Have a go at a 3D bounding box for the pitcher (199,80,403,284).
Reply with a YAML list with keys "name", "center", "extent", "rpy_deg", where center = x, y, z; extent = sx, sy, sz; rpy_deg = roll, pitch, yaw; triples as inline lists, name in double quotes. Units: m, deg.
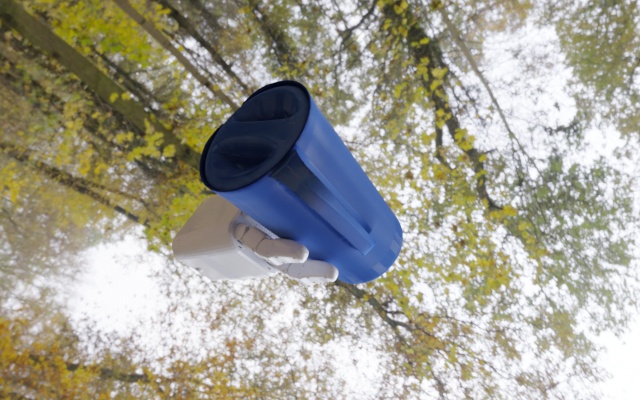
- name: "pitcher"
  center: [0.000, 0.002, 0.521]
  extent: [0.145, 0.149, 0.243]
  rpy_deg: [-14, -40, 31]
